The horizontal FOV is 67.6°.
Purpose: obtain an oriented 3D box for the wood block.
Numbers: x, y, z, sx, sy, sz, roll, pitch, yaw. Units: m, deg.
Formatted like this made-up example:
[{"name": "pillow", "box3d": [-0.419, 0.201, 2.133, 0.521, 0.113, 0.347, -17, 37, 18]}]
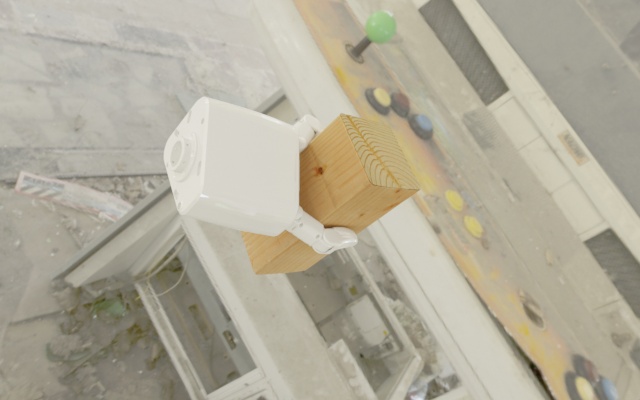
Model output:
[{"name": "wood block", "box3d": [0.000, 0.002, 0.564, 0.090, 0.090, 0.206, 3, -33, -46]}]
